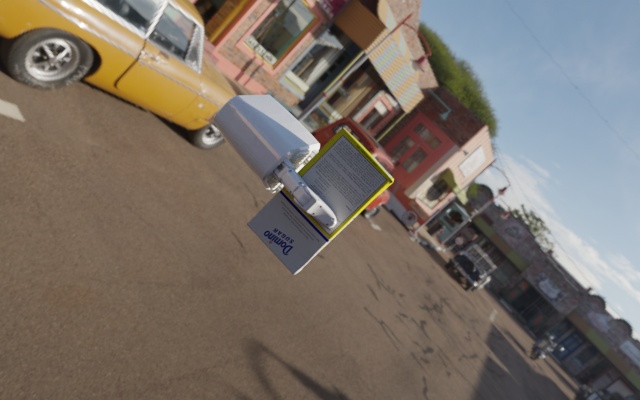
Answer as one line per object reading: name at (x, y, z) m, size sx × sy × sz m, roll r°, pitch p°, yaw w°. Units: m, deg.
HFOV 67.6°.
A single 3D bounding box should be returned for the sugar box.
sugar box at (0.000, 0.002, 0.616) m, size 0.176 × 0.093 × 0.048 m, roll -44°, pitch -6°, yaw 11°
